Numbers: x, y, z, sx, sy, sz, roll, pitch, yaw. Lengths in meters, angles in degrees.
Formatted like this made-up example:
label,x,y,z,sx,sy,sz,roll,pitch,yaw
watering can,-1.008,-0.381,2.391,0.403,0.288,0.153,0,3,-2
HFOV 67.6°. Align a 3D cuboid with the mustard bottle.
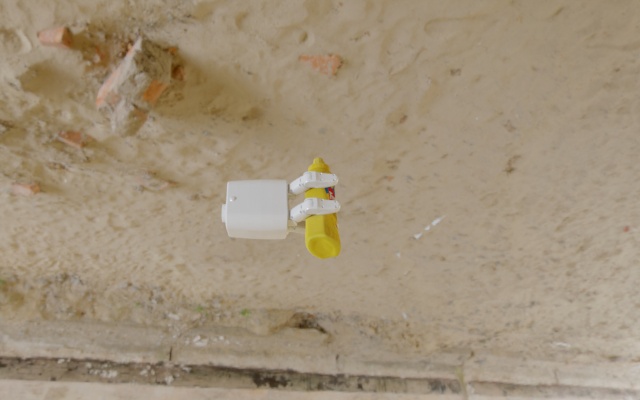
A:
label,x,y,z,sx,sy,sz,roll,pitch,yaw
mustard bottle,0.000,0.003,0.871,0.058,0.191,0.096,-12,-33,13
